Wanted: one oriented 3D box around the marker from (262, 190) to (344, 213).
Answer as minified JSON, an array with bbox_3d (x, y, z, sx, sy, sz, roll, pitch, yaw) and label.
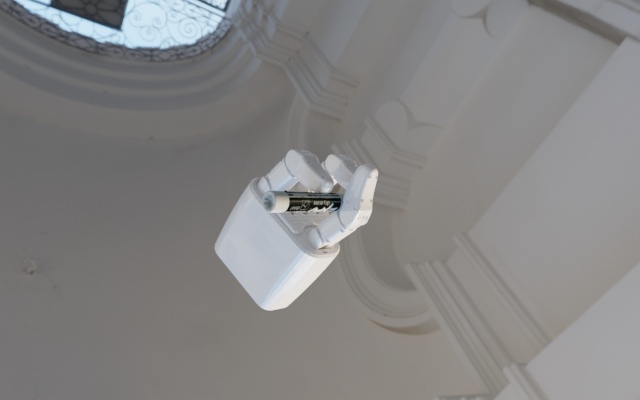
[{"bbox_3d":[0.000,0.001,0.442,0.121,0.020,0.020,0,0,-44],"label":"marker"}]
